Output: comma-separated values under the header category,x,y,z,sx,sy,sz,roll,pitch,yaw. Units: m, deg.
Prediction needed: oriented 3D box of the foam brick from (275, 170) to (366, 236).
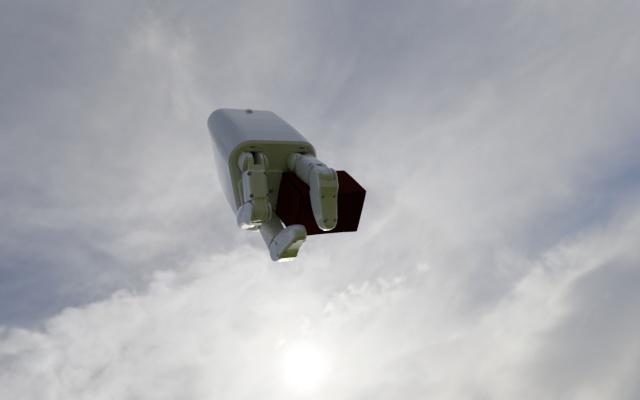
category,x,y,z,sx,sy,sz,roll,pitch,yaw
foam brick,0.000,0.002,0.509,0.078,0.053,0.051,-2,30,-29
